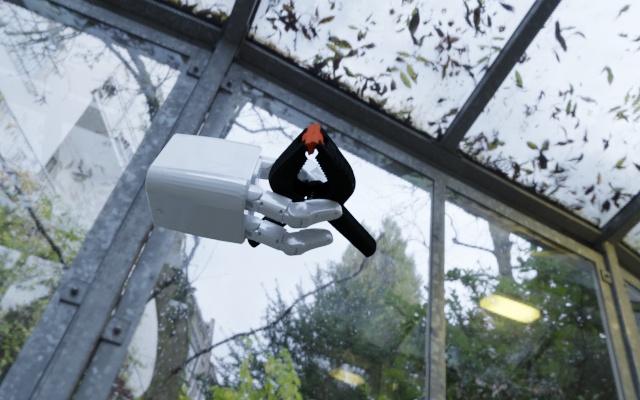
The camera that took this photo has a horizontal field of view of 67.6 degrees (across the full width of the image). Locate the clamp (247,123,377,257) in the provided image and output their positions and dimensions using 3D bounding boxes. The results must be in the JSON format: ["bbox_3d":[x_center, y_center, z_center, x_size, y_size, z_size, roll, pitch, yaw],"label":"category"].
[{"bbox_3d":[0.000,0.001,0.544,0.164,0.036,0.210,8,-39,-4],"label":"clamp"}]
